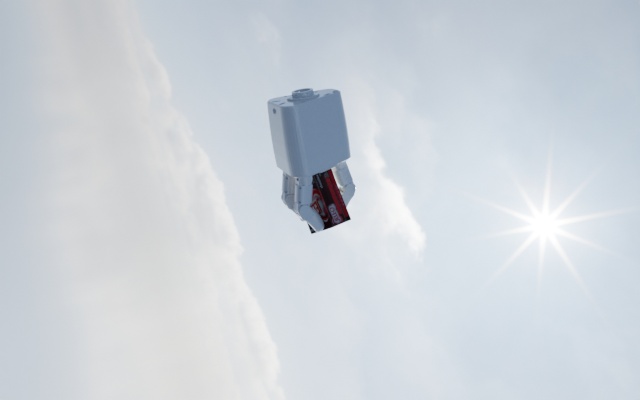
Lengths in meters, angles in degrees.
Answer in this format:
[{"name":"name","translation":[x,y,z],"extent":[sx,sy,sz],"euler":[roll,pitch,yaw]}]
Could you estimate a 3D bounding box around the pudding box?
[{"name":"pudding box","translation":[0.000,0.002,0.771],"extent":[0.039,0.090,0.113],"euler":[-19,-3,-18]}]
